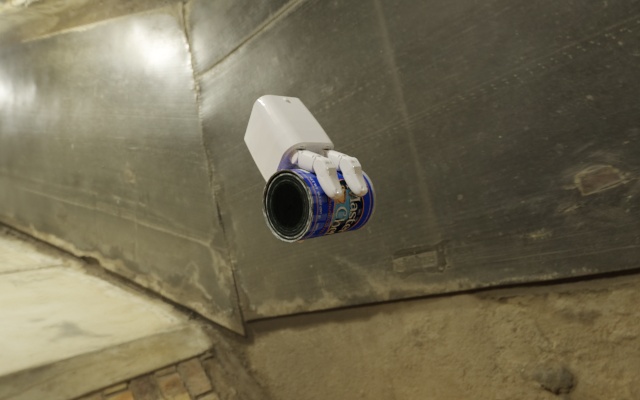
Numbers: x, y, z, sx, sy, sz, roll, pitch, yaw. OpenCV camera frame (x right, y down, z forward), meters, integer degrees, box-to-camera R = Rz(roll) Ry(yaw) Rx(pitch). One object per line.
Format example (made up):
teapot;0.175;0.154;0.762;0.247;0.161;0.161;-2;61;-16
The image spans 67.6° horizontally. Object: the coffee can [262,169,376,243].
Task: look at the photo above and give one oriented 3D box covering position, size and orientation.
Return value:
coffee can;0.000;0.002;0.709;0.103;0.103;0.140;0;4;43
